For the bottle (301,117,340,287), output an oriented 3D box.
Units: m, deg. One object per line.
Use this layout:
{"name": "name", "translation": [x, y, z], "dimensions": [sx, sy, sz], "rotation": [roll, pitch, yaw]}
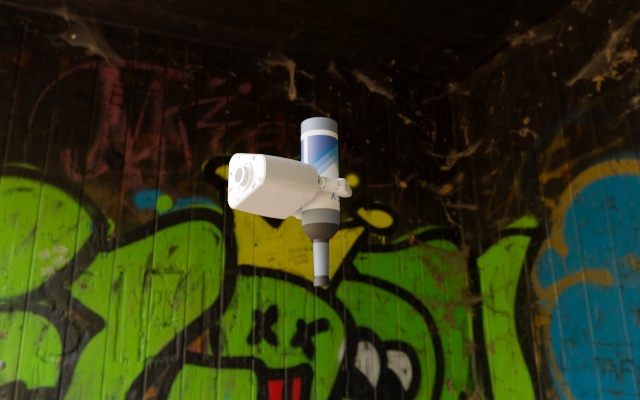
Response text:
{"name": "bottle", "translation": [0.000, 0.003, 0.843], "dimensions": [0.069, 0.295, 0.069], "rotation": [-1, -14, 0]}
